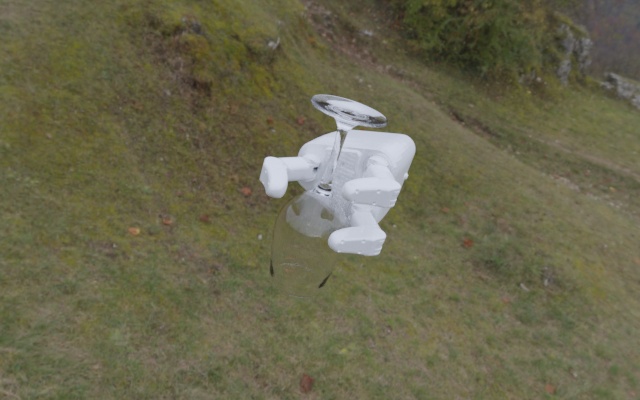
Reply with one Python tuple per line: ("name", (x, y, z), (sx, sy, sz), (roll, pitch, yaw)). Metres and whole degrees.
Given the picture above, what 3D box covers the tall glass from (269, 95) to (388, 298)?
("tall glass", (0.000, 0.001, 0.483), (0.079, 0.201, 0.079), (14, 25, -7))
